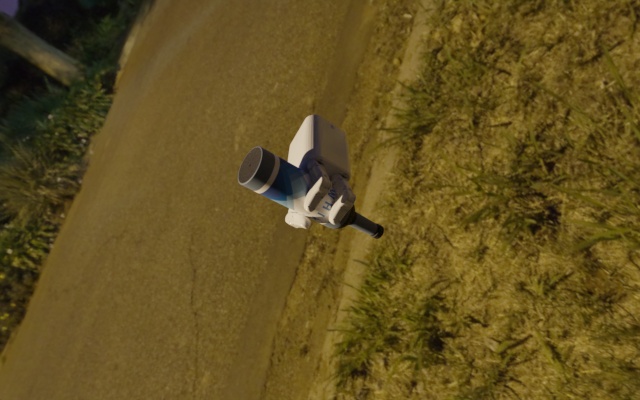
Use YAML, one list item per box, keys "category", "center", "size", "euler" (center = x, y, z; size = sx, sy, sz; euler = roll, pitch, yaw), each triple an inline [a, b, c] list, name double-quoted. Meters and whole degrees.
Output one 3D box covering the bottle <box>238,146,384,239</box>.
- category: "bottle"
  center: [0.000, 0.003, 0.819]
  size: [0.296, 0.069, 0.069]
  euler: [28, -16, -33]
